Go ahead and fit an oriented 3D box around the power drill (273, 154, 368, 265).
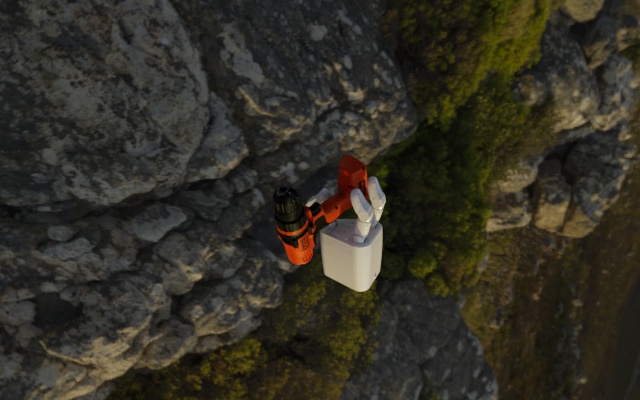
[{"bbox_3d":[0.001,0.003,0.822,0.187,0.185,0.057,-39,57,-23],"label":"power drill"}]
